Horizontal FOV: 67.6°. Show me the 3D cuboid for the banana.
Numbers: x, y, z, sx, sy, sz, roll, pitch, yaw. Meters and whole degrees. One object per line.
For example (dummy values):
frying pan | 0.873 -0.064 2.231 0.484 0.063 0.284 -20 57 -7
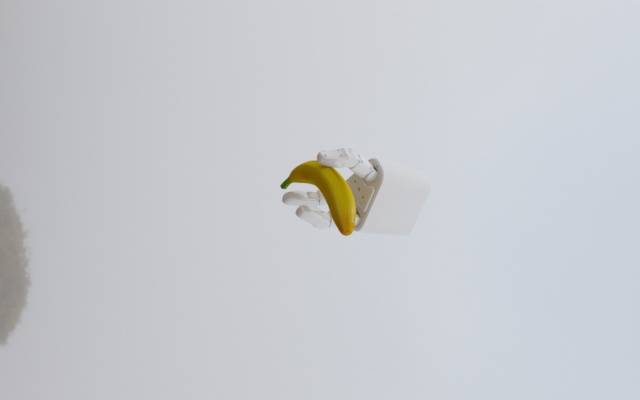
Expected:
banana | 0.005 -0.016 0.683 0.037 0.069 0.197 14 12 -33
